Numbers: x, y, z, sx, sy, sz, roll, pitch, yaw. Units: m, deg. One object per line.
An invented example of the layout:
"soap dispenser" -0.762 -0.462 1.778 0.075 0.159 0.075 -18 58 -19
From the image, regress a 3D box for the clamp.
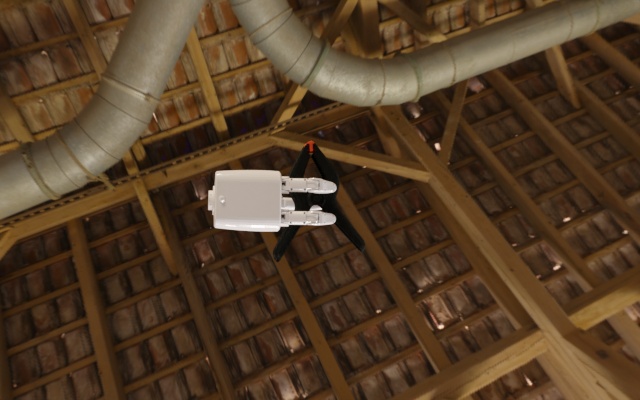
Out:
"clamp" 0.000 0.002 0.840 0.164 0.210 0.036 2 -3 -14
